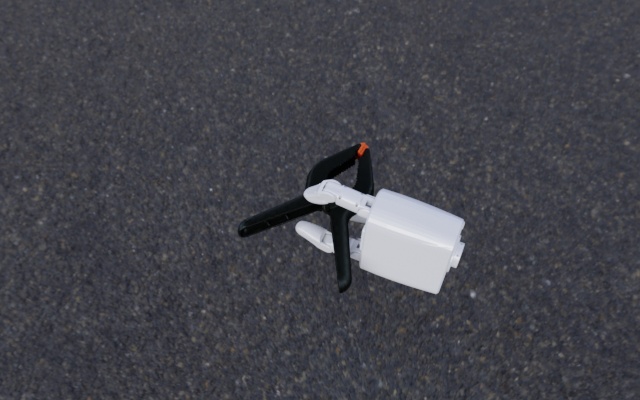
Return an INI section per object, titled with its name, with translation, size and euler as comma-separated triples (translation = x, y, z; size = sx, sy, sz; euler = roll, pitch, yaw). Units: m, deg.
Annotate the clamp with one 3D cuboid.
[clamp]
translation = 0.001, 0.001, 0.639
size = 0.164, 0.210, 0.036
euler = 21, -27, 13
